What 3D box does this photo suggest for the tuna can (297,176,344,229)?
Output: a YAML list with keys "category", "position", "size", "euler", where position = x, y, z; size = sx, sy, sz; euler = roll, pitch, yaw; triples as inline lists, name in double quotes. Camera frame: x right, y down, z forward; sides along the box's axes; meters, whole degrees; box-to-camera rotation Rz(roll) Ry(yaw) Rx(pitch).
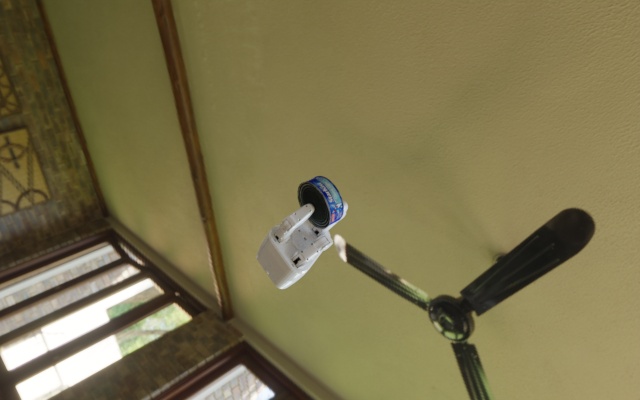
- category: "tuna can"
  position: [0.001, 0.002, 0.803]
  size: [0.033, 0.086, 0.086]
  euler: [-27, 15, -30]
